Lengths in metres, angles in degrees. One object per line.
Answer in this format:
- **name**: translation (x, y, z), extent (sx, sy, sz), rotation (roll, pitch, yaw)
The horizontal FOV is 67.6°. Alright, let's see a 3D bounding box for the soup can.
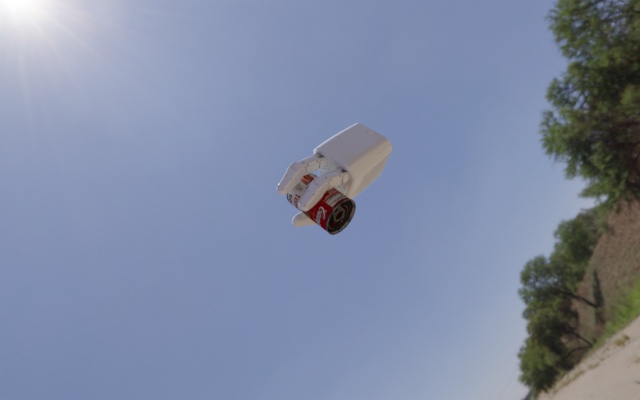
- **soup can**: translation (0.000, 0.003, 0.809), extent (0.102, 0.068, 0.068), rotation (36, 21, 32)
